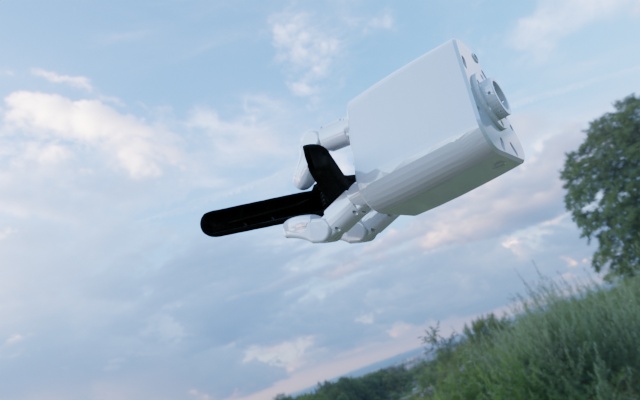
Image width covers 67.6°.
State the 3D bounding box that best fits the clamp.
[{"bbox_3d":[0.000,0.001,0.467,0.164,0.036,0.210,-25,-19,35],"label":"clamp"}]
